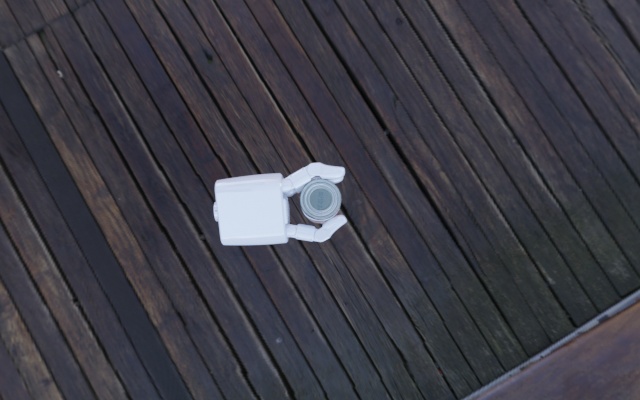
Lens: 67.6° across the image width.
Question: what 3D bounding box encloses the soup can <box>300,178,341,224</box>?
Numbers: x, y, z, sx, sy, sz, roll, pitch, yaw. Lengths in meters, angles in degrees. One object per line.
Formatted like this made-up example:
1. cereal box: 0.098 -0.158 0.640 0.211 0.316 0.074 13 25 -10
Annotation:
1. soup can: 0.001 0.003 0.799 0.068 0.068 0.102 0 -6 0
